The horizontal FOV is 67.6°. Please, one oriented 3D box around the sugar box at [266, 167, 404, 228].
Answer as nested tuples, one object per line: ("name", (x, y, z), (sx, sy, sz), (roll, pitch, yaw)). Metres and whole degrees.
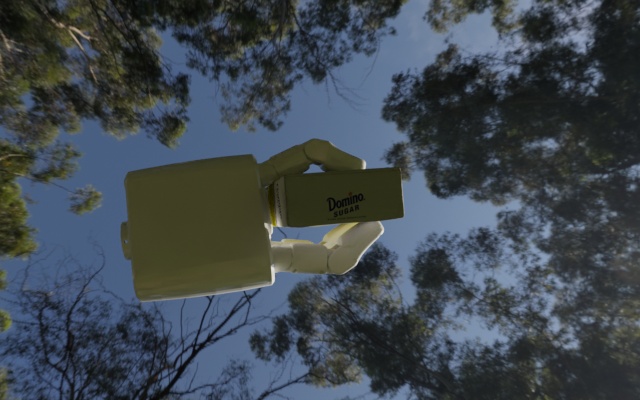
("sugar box", (0.000, 0.002, 0.436), (0.093, 0.048, 0.176), (-5, 1, -12))
